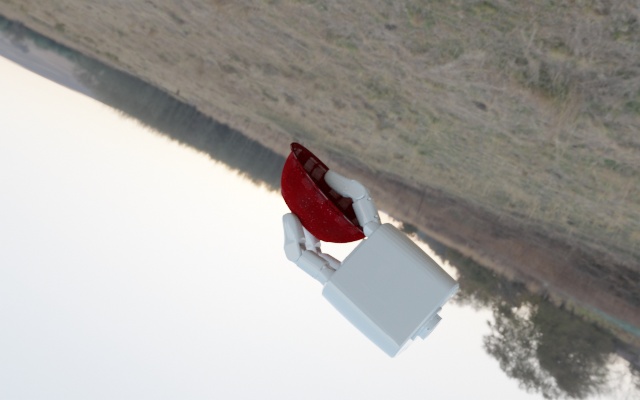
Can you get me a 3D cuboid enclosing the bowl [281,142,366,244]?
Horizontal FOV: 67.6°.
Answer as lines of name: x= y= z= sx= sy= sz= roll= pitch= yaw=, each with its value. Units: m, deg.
bowl: x=-0.001 y=0.001 z=0.615 sx=0.055 sy=0.162 sz=0.162 roll=-41 pitch=-11 yaw=12
